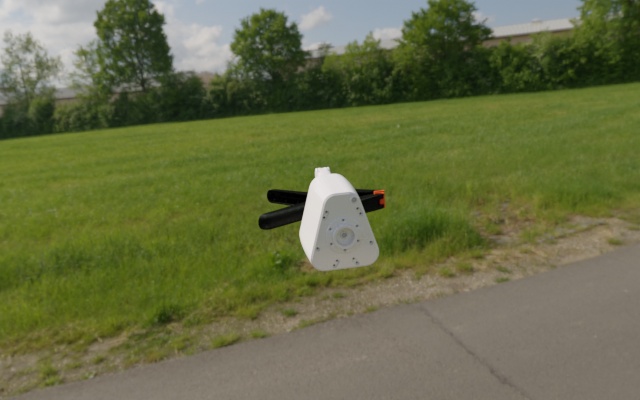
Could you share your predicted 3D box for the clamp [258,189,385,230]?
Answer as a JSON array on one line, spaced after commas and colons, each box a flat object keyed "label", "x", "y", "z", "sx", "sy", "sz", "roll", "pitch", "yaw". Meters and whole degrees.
[{"label": "clamp", "x": 0.001, "y": 0.002, "z": 0.796, "sx": 0.210, "sy": 0.036, "sz": 0.164, "roll": -6, "pitch": 17, "yaw": -7}]
